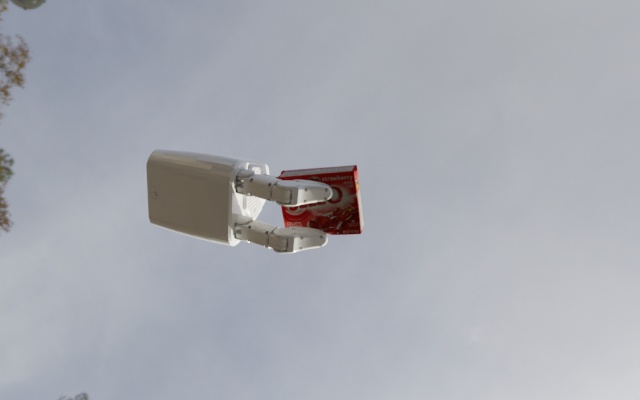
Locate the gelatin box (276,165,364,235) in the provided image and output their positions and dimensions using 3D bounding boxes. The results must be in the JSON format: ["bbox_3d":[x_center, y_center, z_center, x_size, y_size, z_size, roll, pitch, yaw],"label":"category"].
[{"bbox_3d":[0.001,0.002,0.532,0.089,0.073,0.030,-4,19,12],"label":"gelatin box"}]
